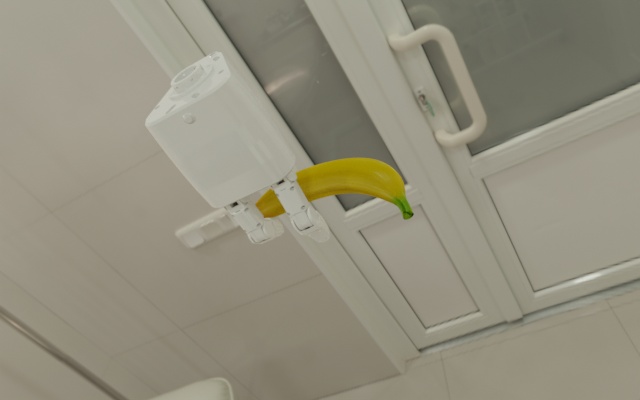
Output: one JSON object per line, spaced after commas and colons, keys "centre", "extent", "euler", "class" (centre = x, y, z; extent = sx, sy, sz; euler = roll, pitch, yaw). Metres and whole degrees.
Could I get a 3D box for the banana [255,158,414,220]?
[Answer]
{"centre": [0.009, -0.013, 0.517], "extent": [0.198, 0.069, 0.037], "euler": [-3, -41, 33], "class": "banana"}
